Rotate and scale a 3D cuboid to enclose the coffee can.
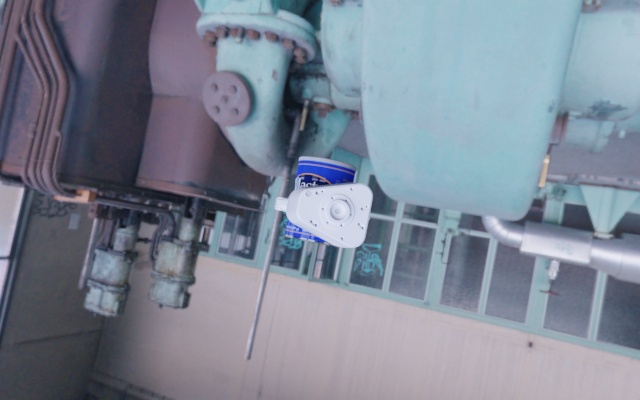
[{"bbox_3d":[0.000,0.003,0.832,0.103,0.140,0.103,11,-3,1],"label":"coffee can"}]
